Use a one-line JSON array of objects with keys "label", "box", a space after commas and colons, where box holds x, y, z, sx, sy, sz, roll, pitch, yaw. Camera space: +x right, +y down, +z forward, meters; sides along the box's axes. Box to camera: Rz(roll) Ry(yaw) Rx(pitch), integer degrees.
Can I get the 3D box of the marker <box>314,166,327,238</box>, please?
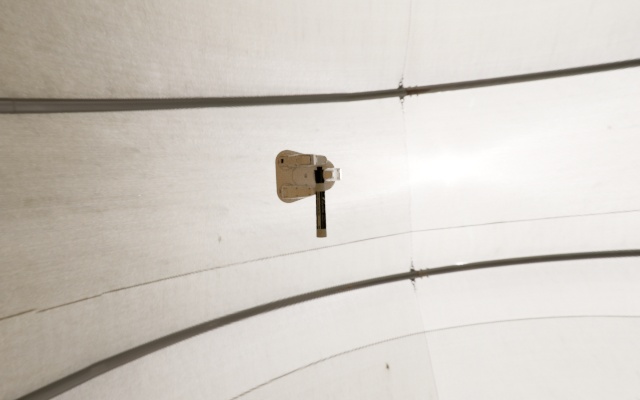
[{"label": "marker", "box": [0.000, 0.003, 0.811, 0.020, 0.121, 0.020, -2, 3, 0]}]
